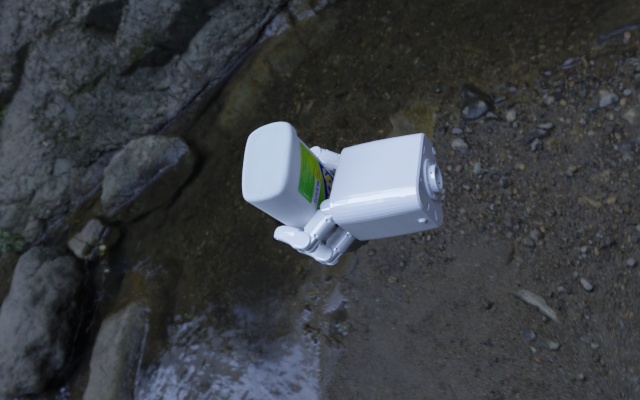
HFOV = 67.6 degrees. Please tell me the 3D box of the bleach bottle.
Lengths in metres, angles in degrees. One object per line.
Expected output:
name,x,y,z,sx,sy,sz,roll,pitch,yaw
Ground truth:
bleach bottle,0.000,0.002,0.633,0.068,0.102,0.251,-11,-27,28
